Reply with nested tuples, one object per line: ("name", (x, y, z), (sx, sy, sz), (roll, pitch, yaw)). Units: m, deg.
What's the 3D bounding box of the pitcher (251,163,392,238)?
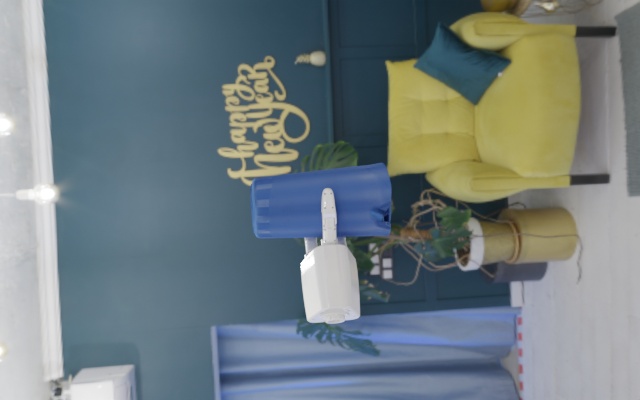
("pitcher", (0.000, 0.003, 0.861), (0.243, 0.145, 0.149), (-3, -23, -5))
